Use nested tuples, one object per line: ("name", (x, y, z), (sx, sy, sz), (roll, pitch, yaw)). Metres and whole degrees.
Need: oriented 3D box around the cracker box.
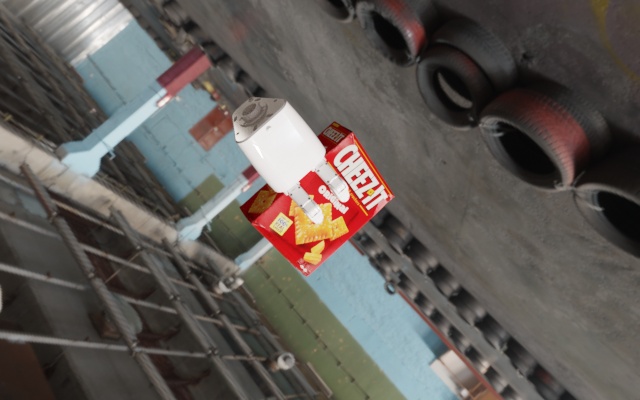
("cracker box", (0.000, 0.003, 0.800), (0.164, 0.213, 0.072), (51, -5, -37))
